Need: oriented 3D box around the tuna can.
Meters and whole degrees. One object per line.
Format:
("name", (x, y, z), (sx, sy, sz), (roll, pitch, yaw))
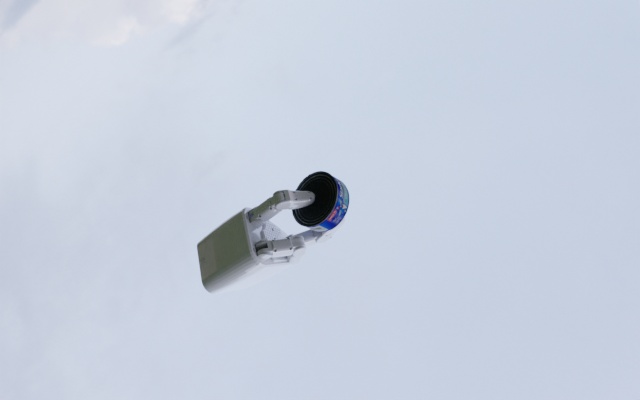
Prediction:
("tuna can", (0.001, 0.002, 0.702), (0.086, 0.086, 0.034), (0, -19, 41))
